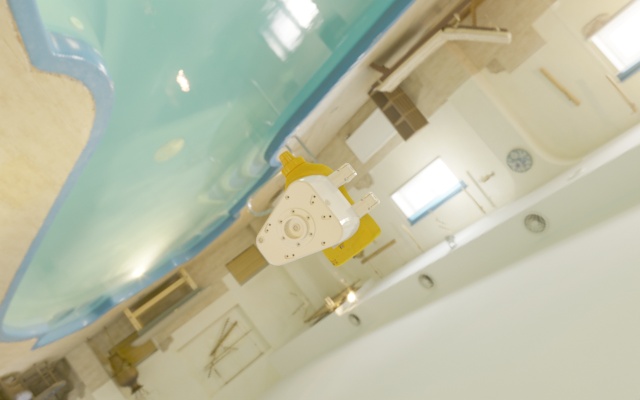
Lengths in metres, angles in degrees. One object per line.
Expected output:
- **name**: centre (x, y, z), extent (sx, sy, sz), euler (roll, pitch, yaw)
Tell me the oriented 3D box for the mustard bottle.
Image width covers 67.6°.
- **mustard bottle**: centre (0.000, 0.003, 0.735), extent (0.096, 0.191, 0.058), euler (-42, -6, 37)
